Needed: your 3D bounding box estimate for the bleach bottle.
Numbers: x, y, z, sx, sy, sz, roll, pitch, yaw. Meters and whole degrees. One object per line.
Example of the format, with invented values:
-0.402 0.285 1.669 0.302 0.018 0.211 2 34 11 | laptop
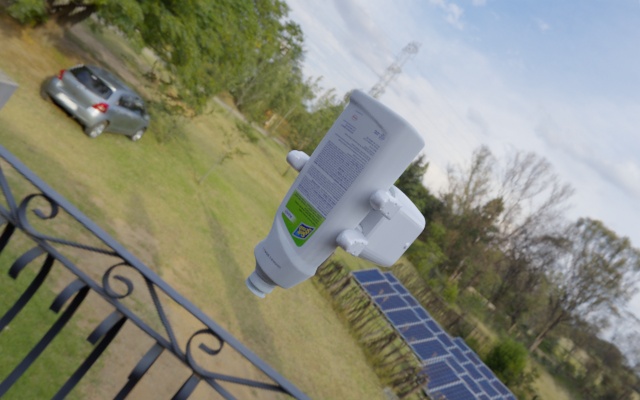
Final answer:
0.000 0.002 0.540 0.102 0.251 0.068 44 7 39 | bleach bottle
